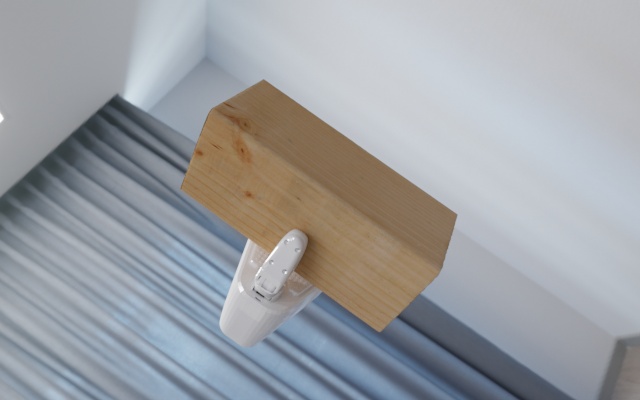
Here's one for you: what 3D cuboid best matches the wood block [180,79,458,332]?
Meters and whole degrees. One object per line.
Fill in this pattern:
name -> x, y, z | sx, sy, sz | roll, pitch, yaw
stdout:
wood block -> 0.000, 0.002, 0.406 | 0.206, 0.090, 0.090 | 35, 37, 2
